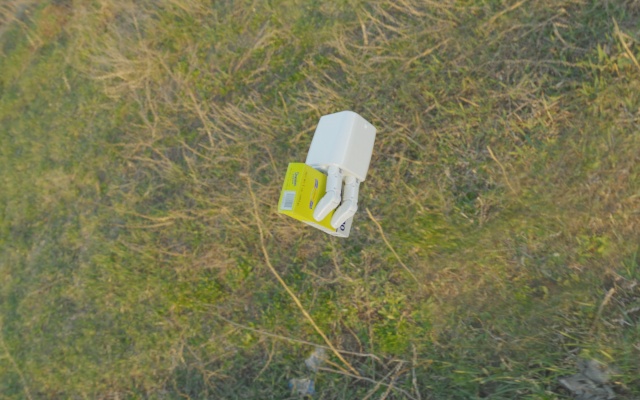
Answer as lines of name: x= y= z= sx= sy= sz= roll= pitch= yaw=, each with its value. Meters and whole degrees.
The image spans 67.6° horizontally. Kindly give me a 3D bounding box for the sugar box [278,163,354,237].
sugar box: x=0.001 y=0.003 z=0.893 sx=0.048 sy=0.093 sz=0.176 roll=5 pitch=-14 yaw=42
